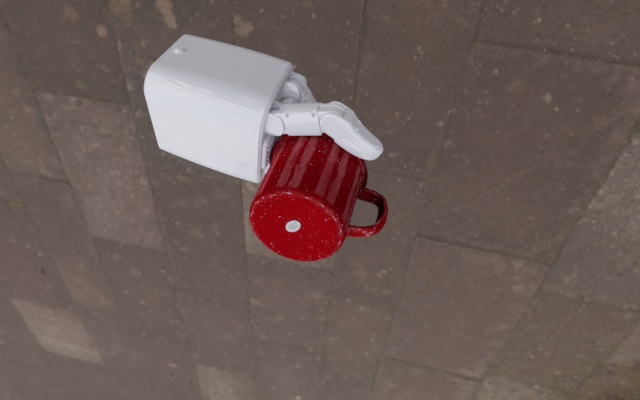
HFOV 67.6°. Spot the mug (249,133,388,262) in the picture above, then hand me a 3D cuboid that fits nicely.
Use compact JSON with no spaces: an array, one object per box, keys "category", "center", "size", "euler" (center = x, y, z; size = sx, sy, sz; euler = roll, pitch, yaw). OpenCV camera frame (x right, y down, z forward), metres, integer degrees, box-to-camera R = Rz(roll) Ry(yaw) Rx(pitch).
[{"category":"mug","center":[0.001,0.002,0.410],"size":[0.117,0.093,0.081],"euler":[17,44,2]}]
